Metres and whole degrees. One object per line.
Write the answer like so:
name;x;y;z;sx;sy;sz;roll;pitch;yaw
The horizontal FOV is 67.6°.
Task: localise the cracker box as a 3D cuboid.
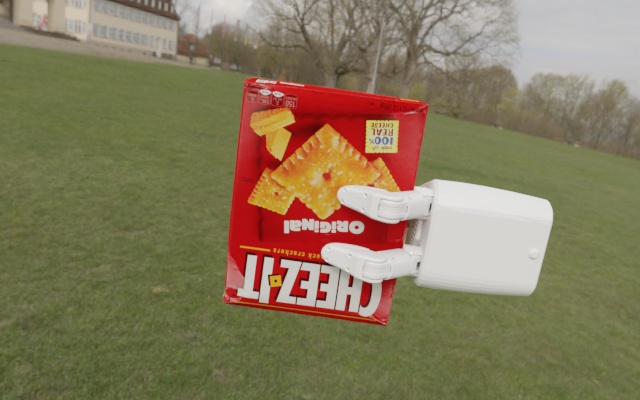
cracker box;0.000;0.001;0.458;0.164;0.214;0.072;8;13;0
